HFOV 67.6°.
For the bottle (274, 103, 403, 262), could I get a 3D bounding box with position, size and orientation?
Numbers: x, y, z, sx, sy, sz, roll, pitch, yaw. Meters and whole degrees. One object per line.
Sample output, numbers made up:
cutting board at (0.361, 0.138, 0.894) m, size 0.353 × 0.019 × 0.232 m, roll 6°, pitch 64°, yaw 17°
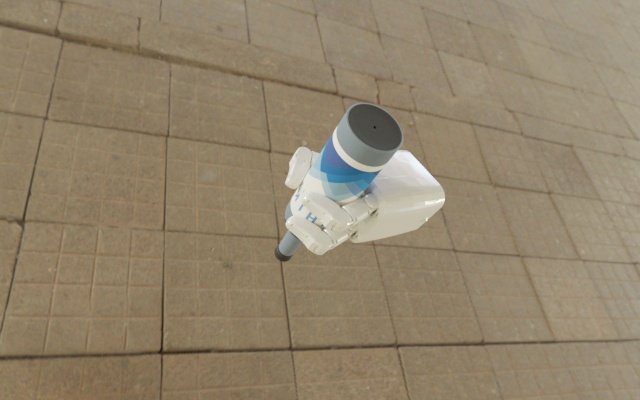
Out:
bottle at (0.000, 0.002, 0.601) m, size 0.069 × 0.069 × 0.296 m, roll 0°, pitch -32°, yaw -27°
